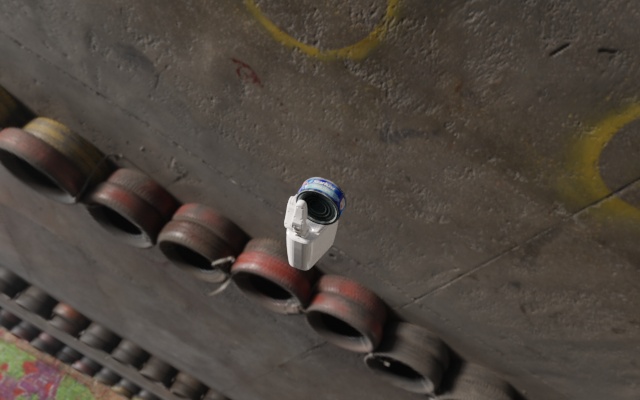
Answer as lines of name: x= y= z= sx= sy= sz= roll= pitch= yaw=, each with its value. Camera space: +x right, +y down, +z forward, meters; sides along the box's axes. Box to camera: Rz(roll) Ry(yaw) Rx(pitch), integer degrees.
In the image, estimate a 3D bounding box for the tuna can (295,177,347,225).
tuna can: x=0.000 y=0.003 z=0.836 sx=0.086 sy=0.086 sz=0.033 roll=0 pitch=41 yaw=32
